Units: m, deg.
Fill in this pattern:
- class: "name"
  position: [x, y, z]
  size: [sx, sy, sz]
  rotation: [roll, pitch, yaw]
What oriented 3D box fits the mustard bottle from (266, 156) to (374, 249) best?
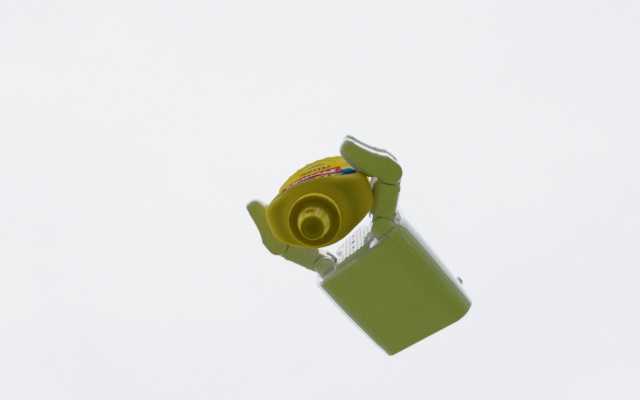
- class: "mustard bottle"
  position: [0.000, 0.001, 0.438]
  size: [0.096, 0.058, 0.191]
  rotation: [-17, 11, 7]
